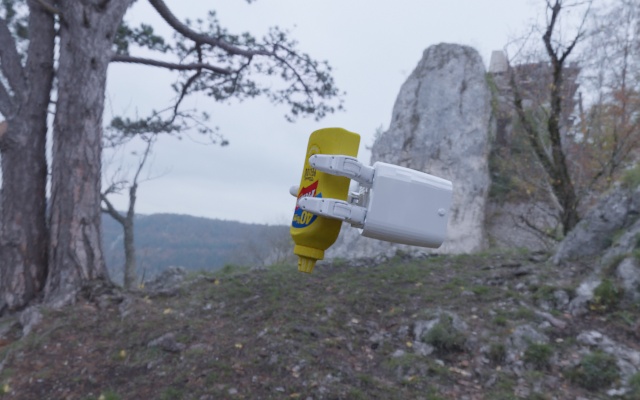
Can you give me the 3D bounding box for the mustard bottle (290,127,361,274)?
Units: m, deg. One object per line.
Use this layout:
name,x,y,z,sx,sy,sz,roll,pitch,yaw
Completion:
mustard bottle,0.000,0.002,0.640,0.058,0.191,0.096,15,-7,-28
